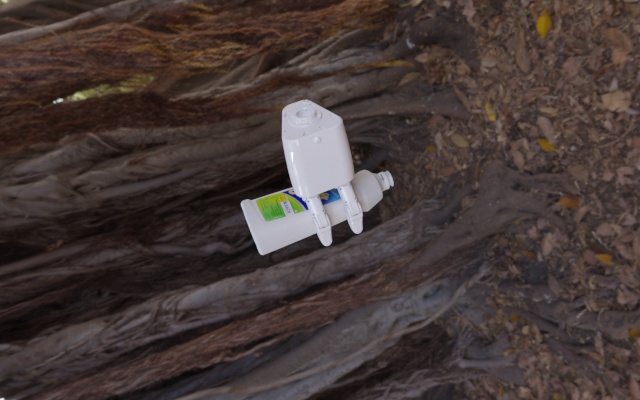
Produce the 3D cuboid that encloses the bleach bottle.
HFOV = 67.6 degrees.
[{"bbox_3d":[0.000,0.003,0.804,0.251,0.068,0.102,-21,40,-8],"label":"bleach bottle"}]
